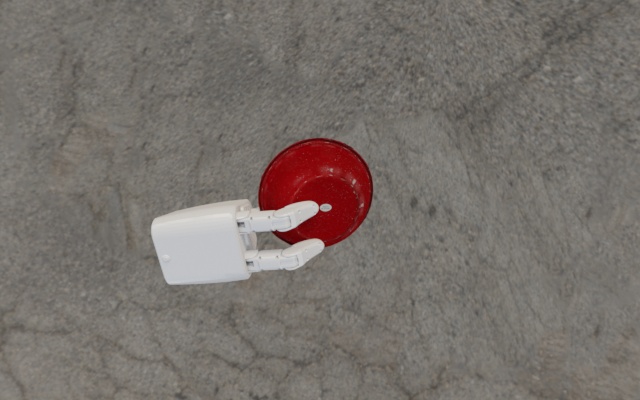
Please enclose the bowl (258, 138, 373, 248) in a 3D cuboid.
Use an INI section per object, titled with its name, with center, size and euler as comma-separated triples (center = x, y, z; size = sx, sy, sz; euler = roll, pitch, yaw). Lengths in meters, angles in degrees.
[bowl]
center = 0.001, 0.002, 0.631
size = 0.162, 0.162, 0.055
euler = 0, 21, -13
